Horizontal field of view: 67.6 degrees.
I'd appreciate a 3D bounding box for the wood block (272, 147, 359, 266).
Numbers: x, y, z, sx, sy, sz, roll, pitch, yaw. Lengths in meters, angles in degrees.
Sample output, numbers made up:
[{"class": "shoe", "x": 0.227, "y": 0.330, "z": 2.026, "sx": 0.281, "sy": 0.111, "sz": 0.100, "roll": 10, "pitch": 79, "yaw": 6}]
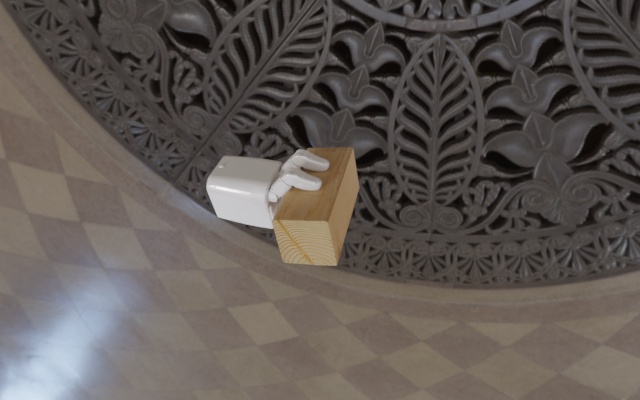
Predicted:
[{"class": "wood block", "x": 0.000, "y": 0.003, "z": 0.794, "sx": 0.090, "sy": 0.091, "sz": 0.206, "roll": 1, "pitch": 37, "yaw": 16}]
